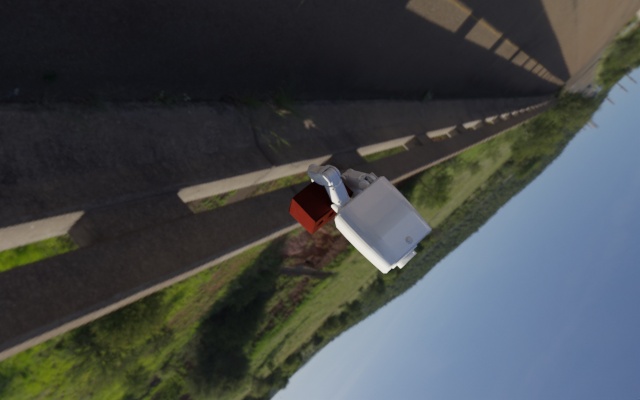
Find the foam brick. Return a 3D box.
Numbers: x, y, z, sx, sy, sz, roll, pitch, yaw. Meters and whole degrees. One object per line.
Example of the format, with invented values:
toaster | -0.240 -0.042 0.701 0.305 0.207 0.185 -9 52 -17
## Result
foam brick | 0.000 0.002 0.706 0.078 0.051 0.053 -38 -13 -21
